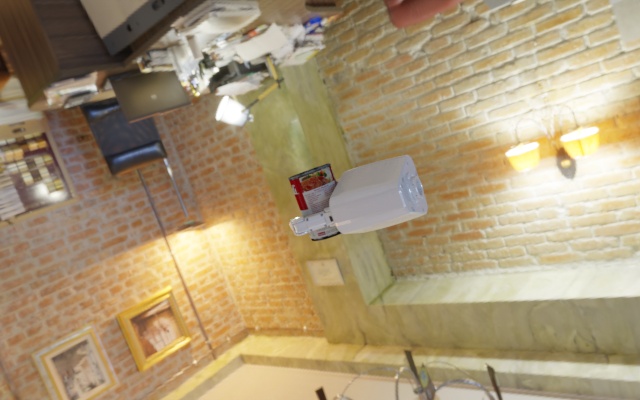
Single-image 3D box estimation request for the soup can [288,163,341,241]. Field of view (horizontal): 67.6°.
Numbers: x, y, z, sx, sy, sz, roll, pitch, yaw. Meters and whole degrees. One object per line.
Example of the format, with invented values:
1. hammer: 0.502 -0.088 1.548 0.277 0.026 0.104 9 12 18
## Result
1. soup can: 0.000 0.003 0.723 0.068 0.102 0.068 -20 7 2
